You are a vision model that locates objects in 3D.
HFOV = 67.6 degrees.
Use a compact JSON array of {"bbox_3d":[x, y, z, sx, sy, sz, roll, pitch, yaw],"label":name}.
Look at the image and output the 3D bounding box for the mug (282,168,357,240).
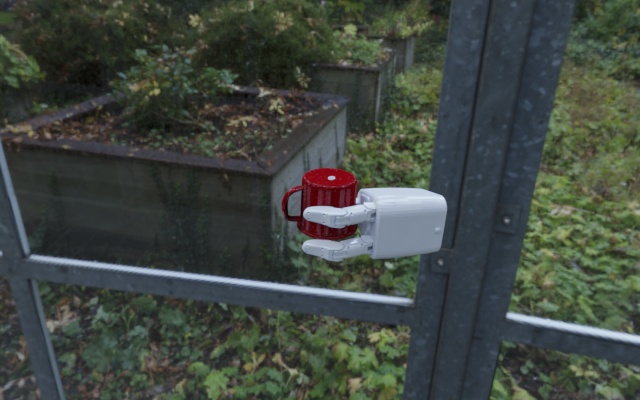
[{"bbox_3d":[-0.001,0.002,0.710,0.117,0.081,0.093,-3,24,-12],"label":"mug"}]
